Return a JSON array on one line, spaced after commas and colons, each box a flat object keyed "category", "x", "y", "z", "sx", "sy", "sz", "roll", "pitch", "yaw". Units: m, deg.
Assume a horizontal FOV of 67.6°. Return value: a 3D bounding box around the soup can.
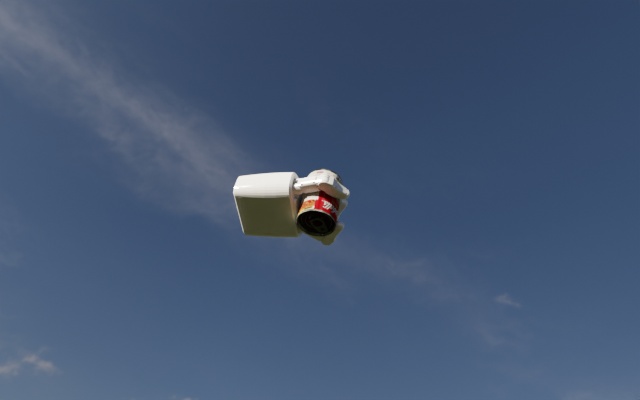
[{"category": "soup can", "x": 0.001, "y": 0.002, "z": 0.836, "sx": 0.068, "sy": 0.102, "sz": 0.069, "roll": 7, "pitch": -43, "yaw": 6}]
